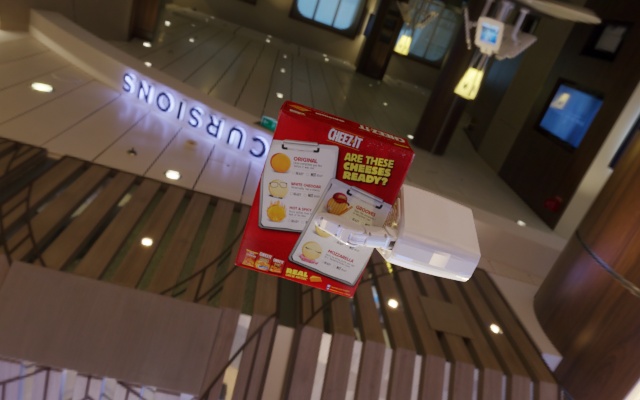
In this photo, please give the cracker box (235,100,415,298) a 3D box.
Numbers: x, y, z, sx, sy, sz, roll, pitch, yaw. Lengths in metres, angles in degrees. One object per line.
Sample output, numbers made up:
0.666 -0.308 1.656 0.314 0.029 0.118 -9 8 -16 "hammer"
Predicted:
0.000 0.002 0.607 0.164 0.214 0.072 17 22 -7 "cracker box"
